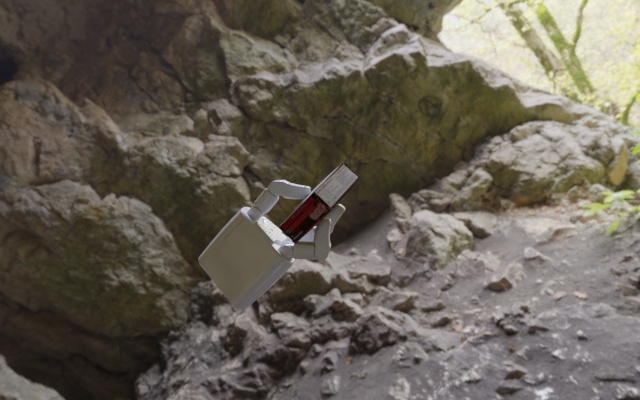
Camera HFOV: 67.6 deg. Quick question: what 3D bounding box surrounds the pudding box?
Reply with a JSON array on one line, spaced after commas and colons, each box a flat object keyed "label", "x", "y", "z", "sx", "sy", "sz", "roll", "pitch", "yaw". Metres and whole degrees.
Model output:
[{"label": "pudding box", "x": 0.000, "y": 0.002, "z": 0.690, "sx": 0.090, "sy": 0.039, "sz": 0.113, "roll": -43, "pitch": 3, "yaw": 37}]
